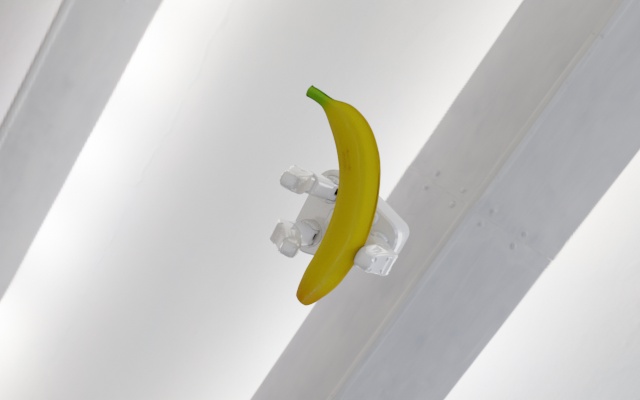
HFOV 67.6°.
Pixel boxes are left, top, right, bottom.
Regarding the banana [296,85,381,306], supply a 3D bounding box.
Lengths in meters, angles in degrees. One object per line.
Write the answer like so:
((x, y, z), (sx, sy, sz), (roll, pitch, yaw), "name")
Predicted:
((0.018, -0.001, 0.429), (0.069, 0.198, 0.037), (4, 3, 16), "banana")
